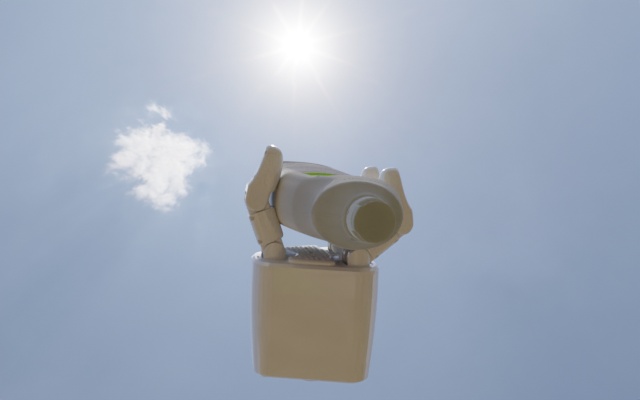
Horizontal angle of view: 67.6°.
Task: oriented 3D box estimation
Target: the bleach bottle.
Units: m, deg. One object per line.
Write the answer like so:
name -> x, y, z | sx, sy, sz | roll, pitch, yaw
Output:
bleach bottle -> 0.000, 0.001, 0.428 | 0.102, 0.068, 0.251 | 2, 5, -13
